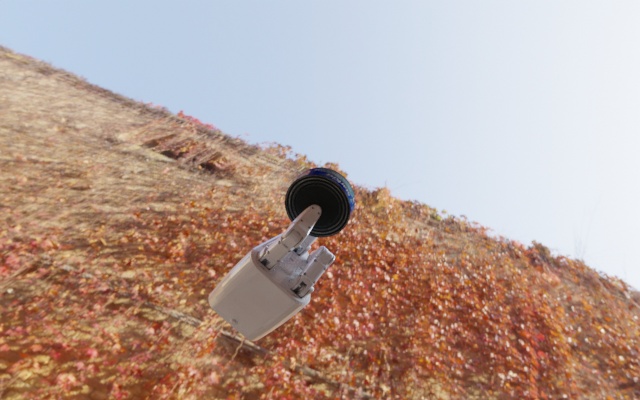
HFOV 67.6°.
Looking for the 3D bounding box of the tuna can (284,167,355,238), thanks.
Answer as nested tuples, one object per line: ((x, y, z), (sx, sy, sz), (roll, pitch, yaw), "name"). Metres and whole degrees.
((0.000, 0.002, 0.608), (0.086, 0.086, 0.033), (0, 24, 17), "tuna can")
